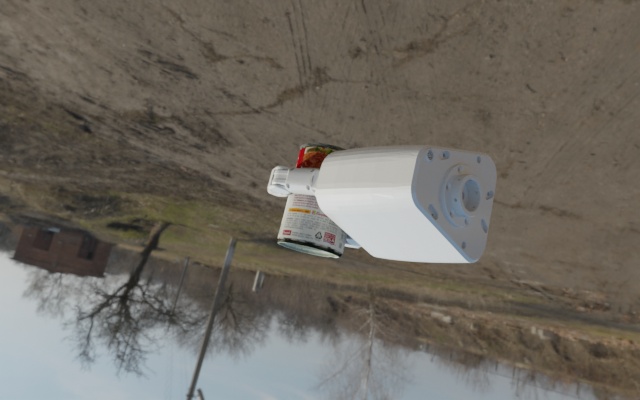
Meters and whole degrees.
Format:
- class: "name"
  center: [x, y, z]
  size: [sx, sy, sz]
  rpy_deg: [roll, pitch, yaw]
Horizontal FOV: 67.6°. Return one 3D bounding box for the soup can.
- class: "soup can"
  center: [0.000, 0.002, 0.486]
  size: [0.068, 0.102, 0.068]
  rpy_deg: [13, -12, 3]
